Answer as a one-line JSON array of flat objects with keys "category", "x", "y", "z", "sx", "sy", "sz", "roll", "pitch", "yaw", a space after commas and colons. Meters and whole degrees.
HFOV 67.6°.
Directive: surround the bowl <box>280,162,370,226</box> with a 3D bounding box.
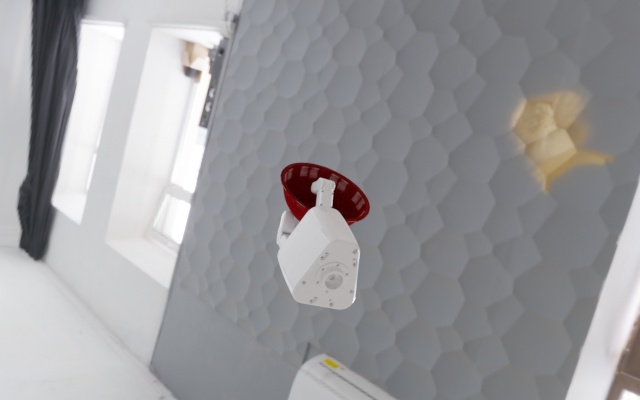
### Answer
[{"category": "bowl", "x": 0.000, "y": 0.002, "z": 0.813, "sx": 0.162, "sy": 0.055, "sz": 0.162, "roll": 19, "pitch": 31, "yaw": -12}]
